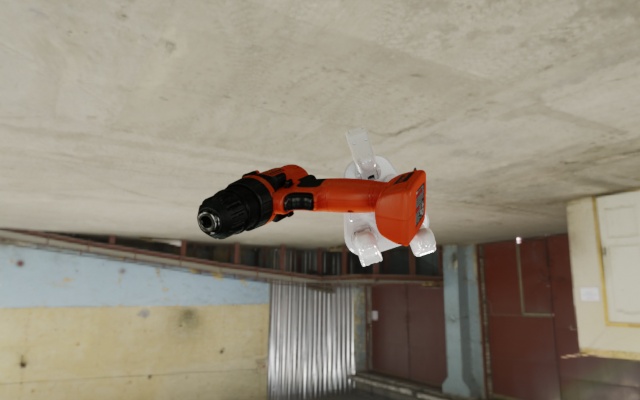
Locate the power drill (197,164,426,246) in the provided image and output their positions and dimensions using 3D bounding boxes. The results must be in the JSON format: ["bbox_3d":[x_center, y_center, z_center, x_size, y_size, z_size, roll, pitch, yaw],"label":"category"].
[{"bbox_3d":[0.001,0.002,0.462,0.187,0.057,0.184,6,17,21],"label":"power drill"}]
